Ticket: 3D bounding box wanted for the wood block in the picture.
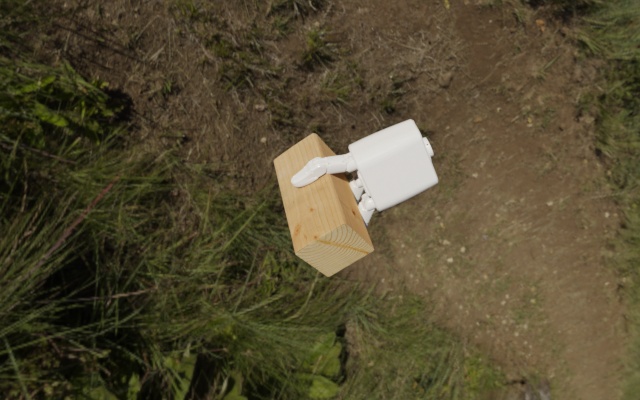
[{"bbox_3d":[0.000,0.002,0.765,0.090,0.206,0.091,-32,-45,16],"label":"wood block"}]
